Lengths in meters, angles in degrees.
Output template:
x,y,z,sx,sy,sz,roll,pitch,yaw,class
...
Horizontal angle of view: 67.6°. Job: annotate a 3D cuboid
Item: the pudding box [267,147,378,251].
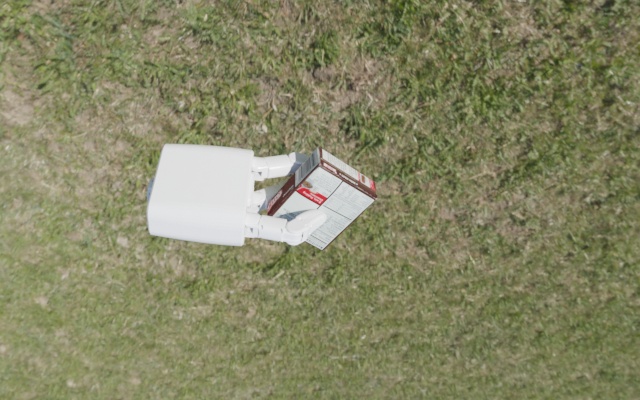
x,y,z,sx,sy,sz,roll,pitch,yaw,class
0.000,0.002,0.586,0.090,0.039,0.113,29,-55,-24,pudding box
